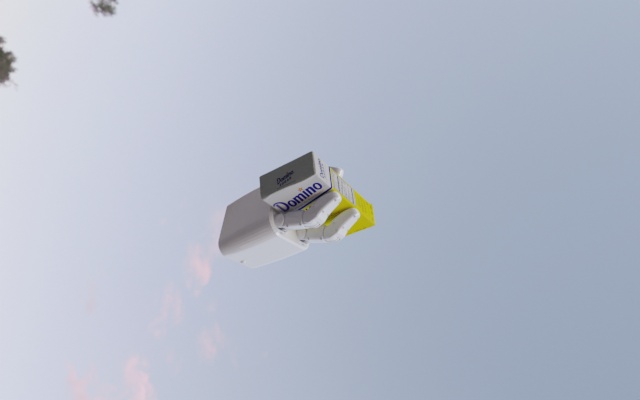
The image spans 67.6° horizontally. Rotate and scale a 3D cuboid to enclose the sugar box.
[{"bbox_3d":[0.000,0.003,0.702,0.093,0.048,0.176,-24,-34,24],"label":"sugar box"}]
